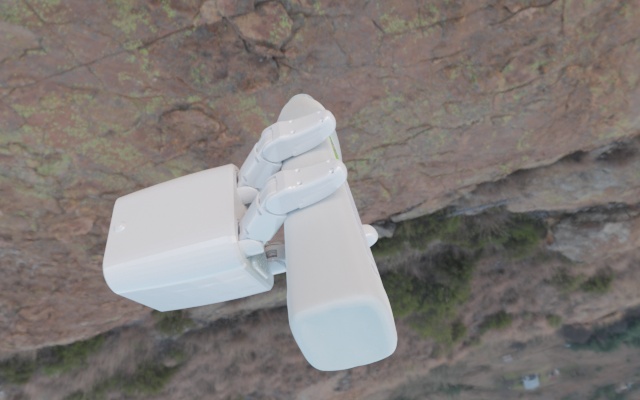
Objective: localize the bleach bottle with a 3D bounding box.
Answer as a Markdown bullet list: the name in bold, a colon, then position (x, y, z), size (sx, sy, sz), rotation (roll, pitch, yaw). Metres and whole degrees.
- **bleach bottle**: position (0.000, 0.001, 0.401), size (0.068, 0.250, 0.103), rotation (-14, -43, 4)
